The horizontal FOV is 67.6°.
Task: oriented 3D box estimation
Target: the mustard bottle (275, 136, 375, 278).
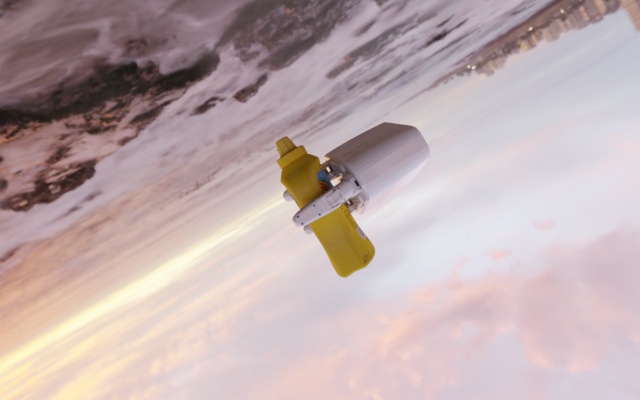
[{"bbox_3d":[0.000,0.002,0.621,0.058,0.191,0.096,-31,4,13],"label":"mustard bottle"}]
